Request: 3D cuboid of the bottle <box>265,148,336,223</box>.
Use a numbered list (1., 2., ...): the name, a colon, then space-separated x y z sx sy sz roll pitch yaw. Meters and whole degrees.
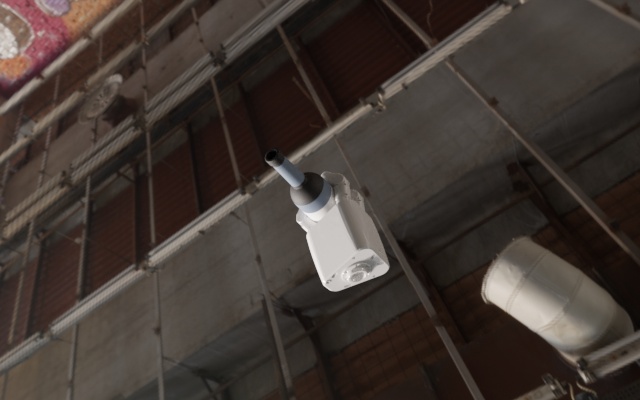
1. bottle: 0.000 0.003 0.844 0.069 0.069 0.296 0 -30 37
